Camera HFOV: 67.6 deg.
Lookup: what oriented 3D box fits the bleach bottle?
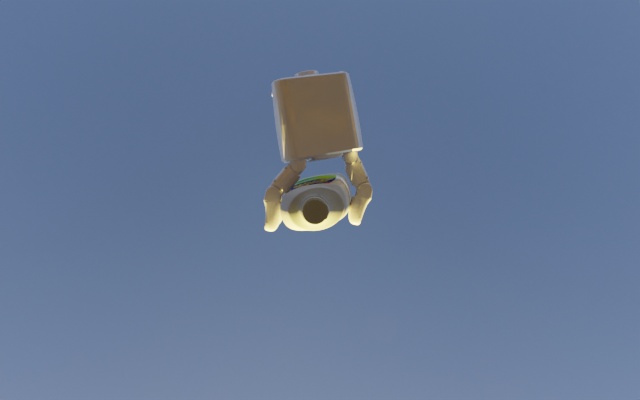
[{"bbox_3d":[0.000,0.002,0.641,0.102,0.068,0.251,-10,4,-1],"label":"bleach bottle"}]
